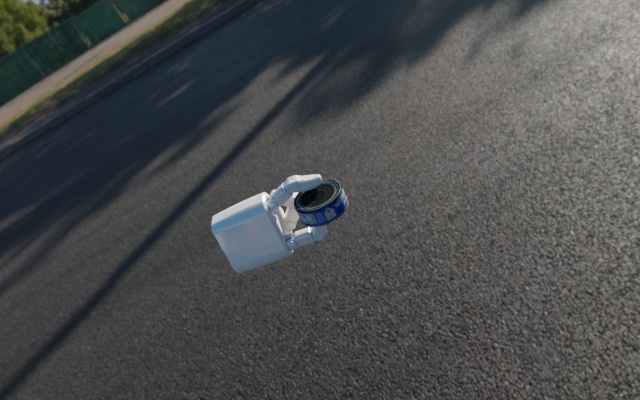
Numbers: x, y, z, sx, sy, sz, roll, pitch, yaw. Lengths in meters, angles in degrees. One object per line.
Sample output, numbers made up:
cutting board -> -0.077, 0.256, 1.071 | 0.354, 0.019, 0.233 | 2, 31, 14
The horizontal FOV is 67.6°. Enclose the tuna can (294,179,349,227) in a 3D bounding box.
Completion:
tuna can -> 0.000, 0.002, 0.779 | 0.086, 0.034, 0.086 | -18, 33, 12
